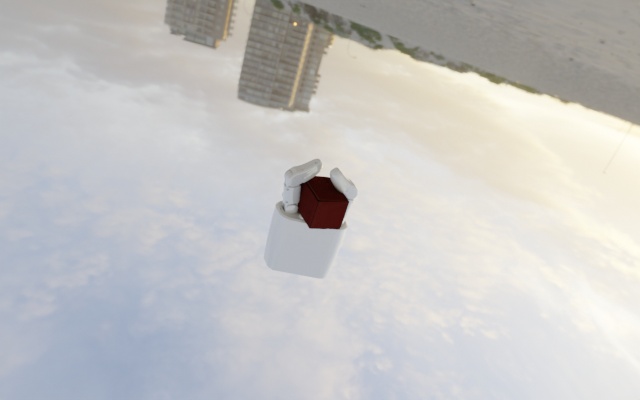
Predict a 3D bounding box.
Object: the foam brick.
[{"bbox_3d":[0.000,0.002,0.725,0.053,0.051,0.078,4,29,-26],"label":"foam brick"}]
